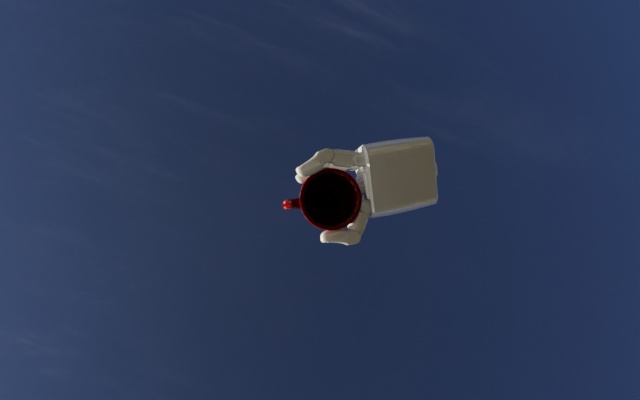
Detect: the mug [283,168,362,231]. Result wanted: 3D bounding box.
[{"bbox_3d":[-0.001,0.003,0.743,0.117,0.093,0.081,-9,-3,-6],"label":"mug"}]
